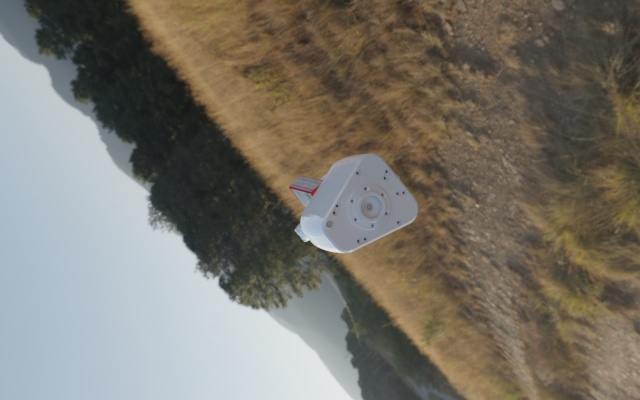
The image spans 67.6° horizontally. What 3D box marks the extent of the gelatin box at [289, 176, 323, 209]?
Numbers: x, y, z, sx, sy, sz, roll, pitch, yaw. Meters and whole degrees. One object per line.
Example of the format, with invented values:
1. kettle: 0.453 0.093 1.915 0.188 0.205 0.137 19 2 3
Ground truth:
1. gelatin box: 0.000 0.003 0.694 0.030 0.073 0.089 -44 22 -15
